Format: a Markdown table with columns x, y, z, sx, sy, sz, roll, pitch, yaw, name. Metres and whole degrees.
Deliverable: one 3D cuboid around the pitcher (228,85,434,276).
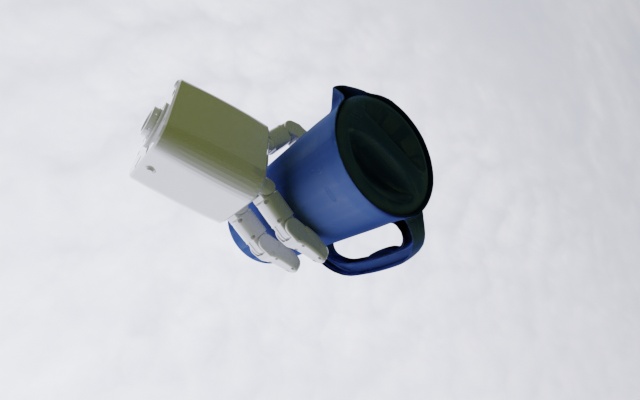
| x | y | z | sx | sy | sz | roll | pitch | yaw | name |
| --- | --- | --- | --- | --- | --- | --- | --- | --- | --- |
| 0.000 | 0.002 | 0.539 | 0.145 | 0.149 | 0.243 | 28 | -36 | -27 | pitcher |
